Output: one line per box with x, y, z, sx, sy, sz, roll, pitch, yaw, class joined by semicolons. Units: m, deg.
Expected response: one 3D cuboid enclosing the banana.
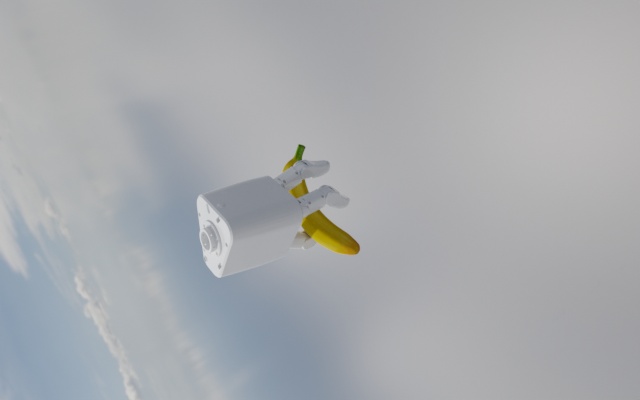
-0.012;0.011;0.713;0.037;0.197;0.070;-4;-33;-46;banana
